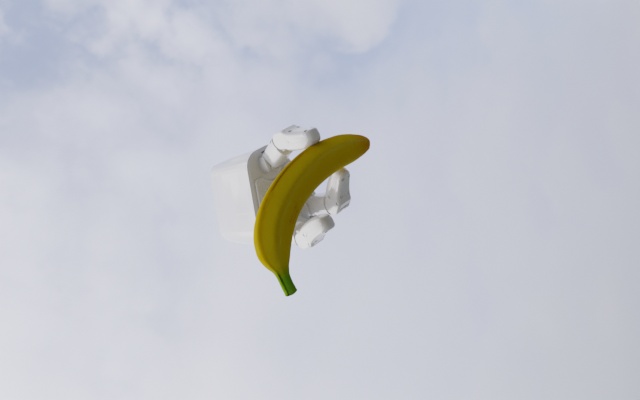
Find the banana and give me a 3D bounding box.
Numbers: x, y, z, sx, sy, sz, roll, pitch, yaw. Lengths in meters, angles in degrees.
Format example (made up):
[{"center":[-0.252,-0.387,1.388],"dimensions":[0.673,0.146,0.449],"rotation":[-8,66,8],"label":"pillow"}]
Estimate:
[{"center":[-0.014,-0.007,0.470],"dimensions":[0.070,0.197,0.037],"rotation":[43,-30,-24],"label":"banana"}]
